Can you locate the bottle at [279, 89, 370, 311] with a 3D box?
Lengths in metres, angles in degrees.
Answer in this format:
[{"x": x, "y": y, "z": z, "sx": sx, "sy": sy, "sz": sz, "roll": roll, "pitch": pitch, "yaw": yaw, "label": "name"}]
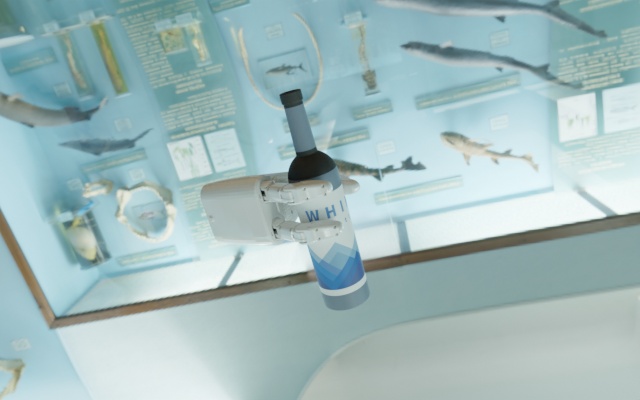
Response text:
[{"x": 0.000, "y": 0.002, "z": 0.627, "sx": 0.069, "sy": 0.296, "sz": 0.069, "roll": -14, "pitch": 18, "yaw": 5, "label": "bottle"}]
